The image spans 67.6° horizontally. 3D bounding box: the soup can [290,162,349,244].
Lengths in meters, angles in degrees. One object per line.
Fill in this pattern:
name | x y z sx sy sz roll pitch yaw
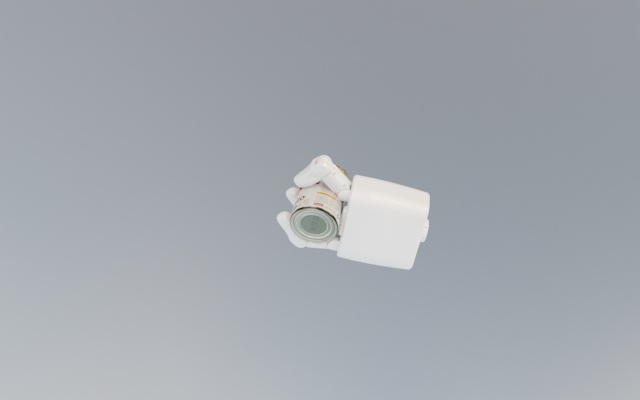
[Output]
soup can | 0.000 0.002 0.666 0.068 0.069 0.102 0 41 14
